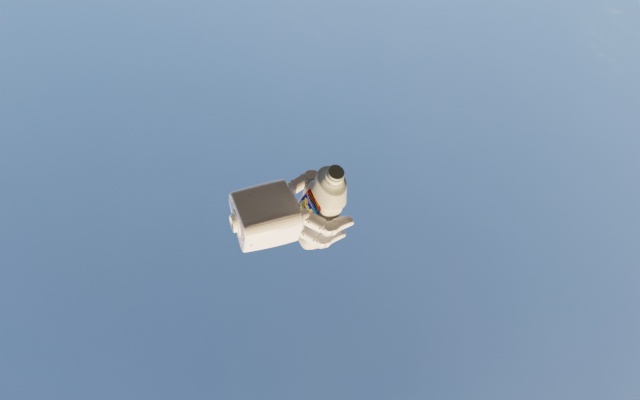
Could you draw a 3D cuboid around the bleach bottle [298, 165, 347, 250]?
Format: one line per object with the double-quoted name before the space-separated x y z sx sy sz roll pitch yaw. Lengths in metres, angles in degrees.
"bleach bottle" 0.000 0.003 0.895 0.068 0.102 0.251 -12 -24 -18
